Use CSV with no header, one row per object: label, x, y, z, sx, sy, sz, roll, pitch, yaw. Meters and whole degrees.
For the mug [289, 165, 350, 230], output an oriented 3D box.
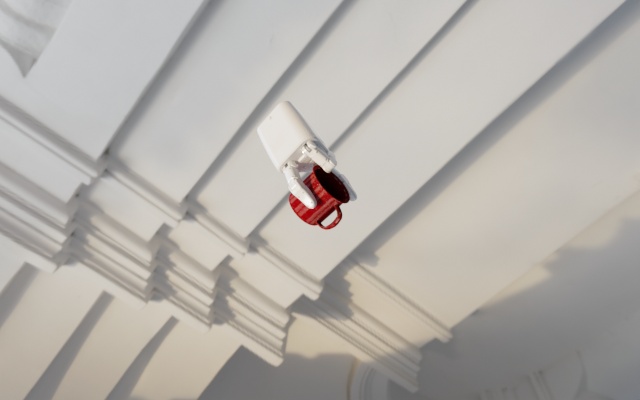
mug,0.001,0.004,0.898,0.081,0.117,0.093,-43,-29,24
